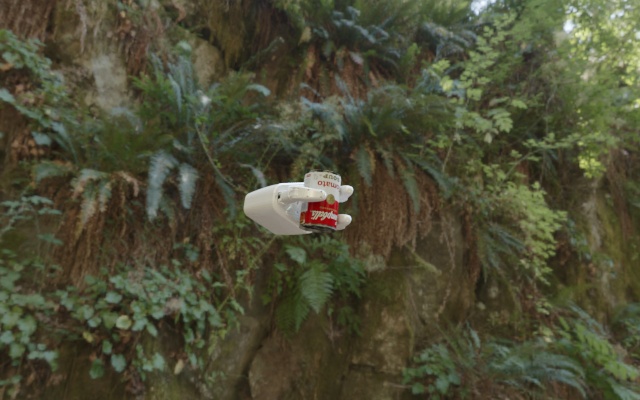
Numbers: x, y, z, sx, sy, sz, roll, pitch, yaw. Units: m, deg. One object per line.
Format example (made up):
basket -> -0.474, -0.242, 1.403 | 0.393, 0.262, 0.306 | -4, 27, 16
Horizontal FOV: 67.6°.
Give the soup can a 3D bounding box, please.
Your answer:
soup can -> 0.000, 0.002, 0.863 | 0.068, 0.102, 0.068 | 6, -14, 1
